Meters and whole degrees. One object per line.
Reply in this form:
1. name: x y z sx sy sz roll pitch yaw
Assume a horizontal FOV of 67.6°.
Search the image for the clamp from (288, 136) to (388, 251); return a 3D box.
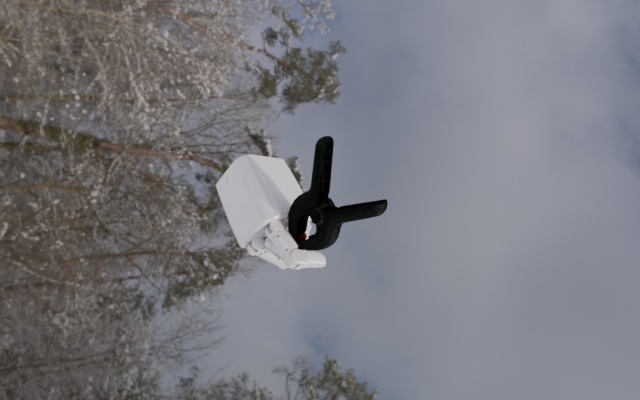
1. clamp: 0.000 0.002 0.620 0.039 0.120 0.171 -13 -21 -47
